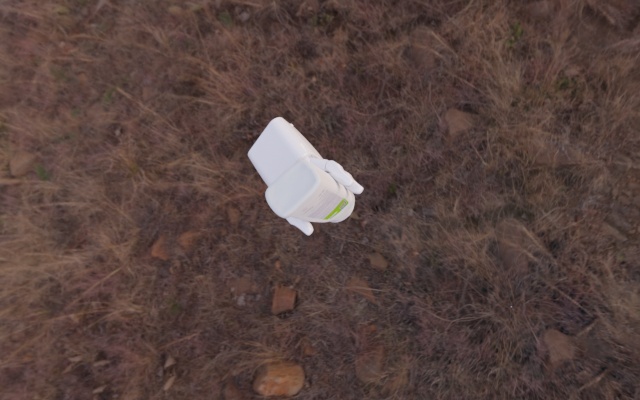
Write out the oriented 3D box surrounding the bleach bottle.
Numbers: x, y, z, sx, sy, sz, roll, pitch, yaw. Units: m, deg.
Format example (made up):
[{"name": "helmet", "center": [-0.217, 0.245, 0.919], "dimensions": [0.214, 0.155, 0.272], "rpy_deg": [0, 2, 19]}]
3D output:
[{"name": "bleach bottle", "center": [0.000, 0.003, 0.886], "dimensions": [0.102, 0.068, 0.251], "rpy_deg": [-42, -23, 9]}]
